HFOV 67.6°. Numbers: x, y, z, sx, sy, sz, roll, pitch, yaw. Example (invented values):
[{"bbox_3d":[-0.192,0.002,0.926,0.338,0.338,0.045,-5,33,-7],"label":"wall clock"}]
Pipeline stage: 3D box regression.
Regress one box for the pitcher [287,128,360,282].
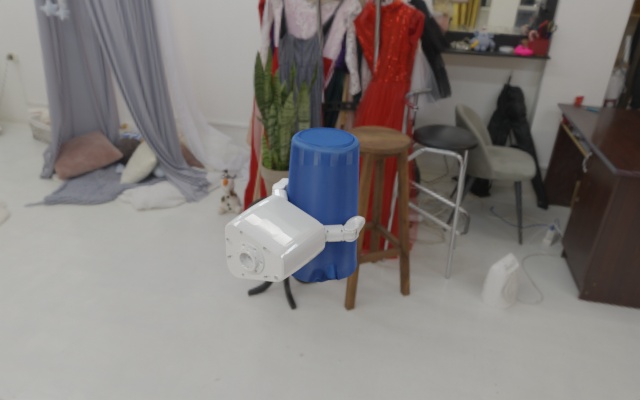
[{"bbox_3d":[0.000,0.003,0.811,0.149,0.243,0.145,18,30,28],"label":"pitcher"}]
